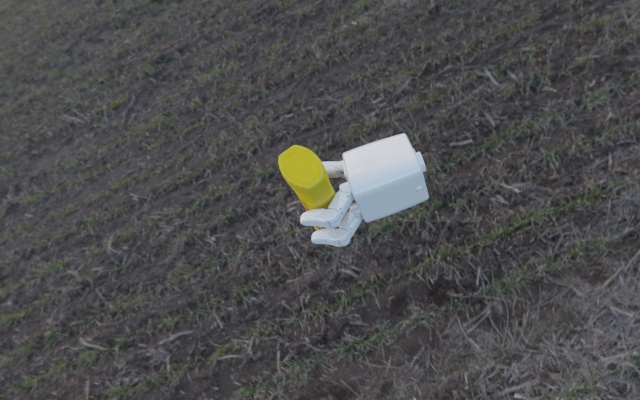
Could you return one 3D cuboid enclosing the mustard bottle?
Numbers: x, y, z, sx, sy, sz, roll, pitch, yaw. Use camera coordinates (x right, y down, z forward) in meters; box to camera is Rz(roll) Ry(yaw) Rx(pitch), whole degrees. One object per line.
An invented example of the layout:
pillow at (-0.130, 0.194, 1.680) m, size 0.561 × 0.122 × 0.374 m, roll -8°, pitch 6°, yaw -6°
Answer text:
mustard bottle at (0.000, 0.003, 0.760) m, size 0.096 × 0.058 × 0.192 m, roll 46°, pitch -10°, yaw 40°
